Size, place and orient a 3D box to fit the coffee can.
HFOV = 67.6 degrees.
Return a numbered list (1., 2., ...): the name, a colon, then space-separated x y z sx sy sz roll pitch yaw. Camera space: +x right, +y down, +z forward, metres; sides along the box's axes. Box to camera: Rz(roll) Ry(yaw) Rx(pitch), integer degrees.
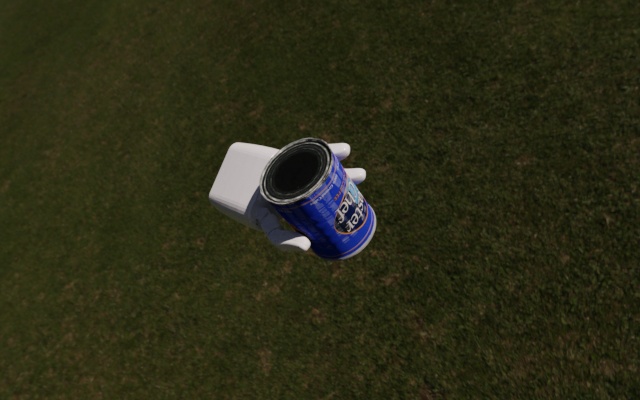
1. coffee can: 0.000 0.002 0.628 0.103 0.102 0.140 0 -35 33
